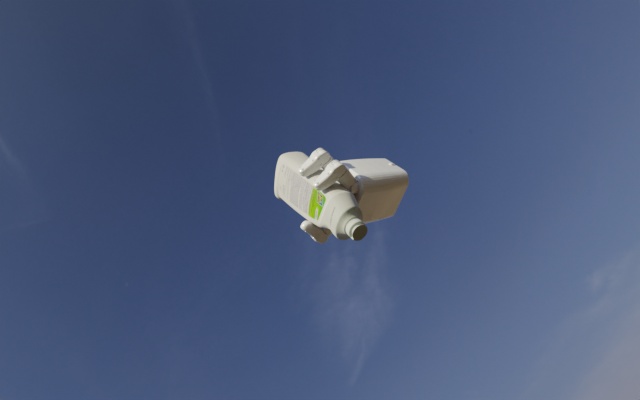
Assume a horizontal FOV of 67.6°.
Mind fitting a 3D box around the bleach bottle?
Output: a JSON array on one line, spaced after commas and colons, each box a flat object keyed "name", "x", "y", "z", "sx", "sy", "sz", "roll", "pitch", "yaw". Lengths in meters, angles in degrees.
[{"name": "bleach bottle", "x": 0.000, "y": 0.003, "z": 0.833, "sx": 0.068, "sy": 0.103, "sz": 0.250, "roll": -9, "pitch": 30, "yaw": -28}]
